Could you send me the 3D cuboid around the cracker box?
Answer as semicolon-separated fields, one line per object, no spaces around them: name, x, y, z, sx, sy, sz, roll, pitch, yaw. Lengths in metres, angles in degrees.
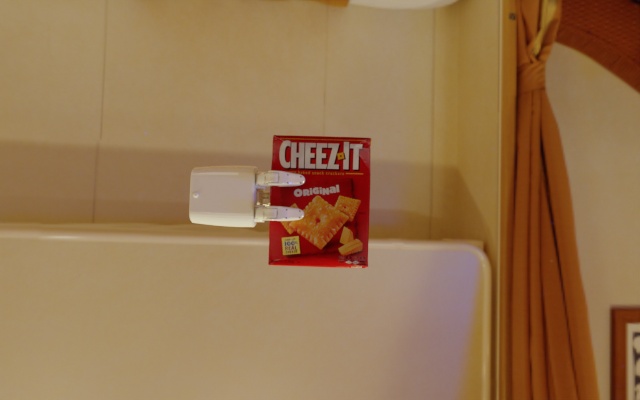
cracker box;0.000;0.003;0.794;0.164;0.213;0.072;2;-3;1
